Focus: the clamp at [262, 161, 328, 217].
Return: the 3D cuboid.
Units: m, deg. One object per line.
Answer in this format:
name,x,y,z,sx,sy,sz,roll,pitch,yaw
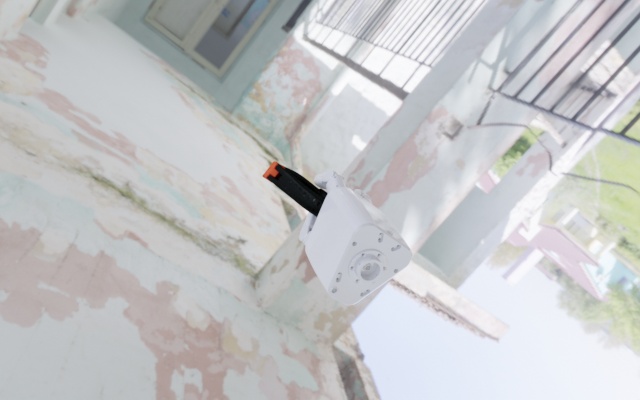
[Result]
clamp,-0.001,0.003,0.716,0.210,0.036,0.164,35,9,-26
